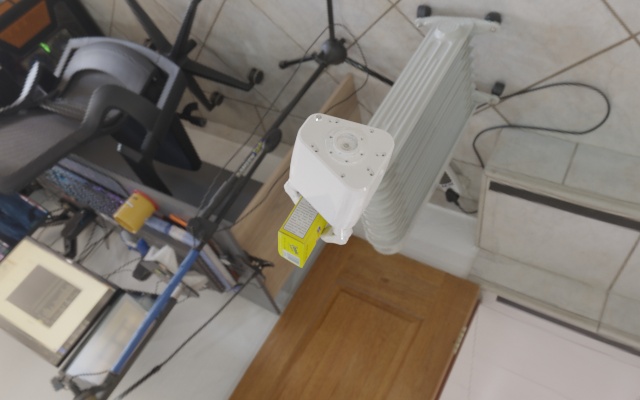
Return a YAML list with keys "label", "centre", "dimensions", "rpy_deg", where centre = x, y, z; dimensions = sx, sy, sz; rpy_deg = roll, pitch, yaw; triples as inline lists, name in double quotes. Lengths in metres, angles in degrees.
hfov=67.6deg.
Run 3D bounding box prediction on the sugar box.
- label: "sugar box"
  centre: [0.001, 0.003, 0.693]
  dimensions: [0.048, 0.176, 0.093]
  rpy_deg: [29, -25, 10]
